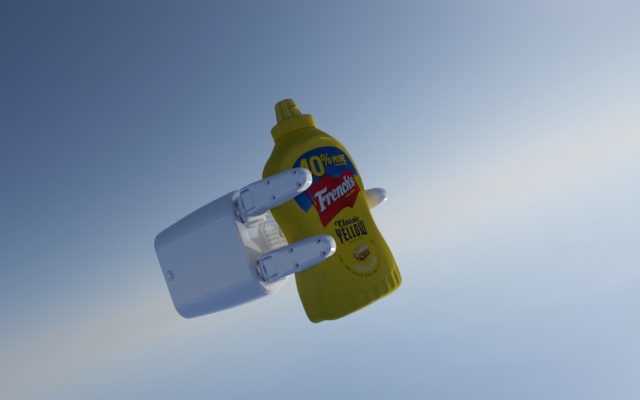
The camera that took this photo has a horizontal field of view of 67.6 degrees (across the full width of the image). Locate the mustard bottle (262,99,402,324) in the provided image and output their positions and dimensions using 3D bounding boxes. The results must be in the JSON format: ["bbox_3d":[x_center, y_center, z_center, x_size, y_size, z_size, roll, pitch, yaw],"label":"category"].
[{"bbox_3d":[0.000,0.002,0.420,0.096,0.191,0.058,-16,-7,-39],"label":"mustard bottle"}]
